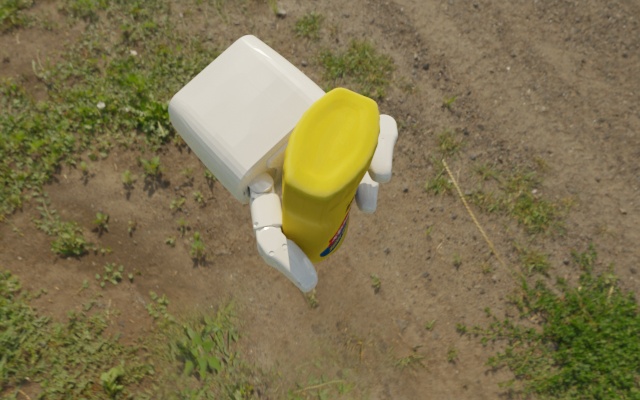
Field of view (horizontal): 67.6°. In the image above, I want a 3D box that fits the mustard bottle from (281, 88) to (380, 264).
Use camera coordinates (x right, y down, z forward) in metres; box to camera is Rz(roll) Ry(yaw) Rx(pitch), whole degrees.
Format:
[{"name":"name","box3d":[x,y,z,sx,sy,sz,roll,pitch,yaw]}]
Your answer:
[{"name":"mustard bottle","box3d":[0.000,0.001,0.405,0.058,0.096,0.192,22,-28,5]}]
